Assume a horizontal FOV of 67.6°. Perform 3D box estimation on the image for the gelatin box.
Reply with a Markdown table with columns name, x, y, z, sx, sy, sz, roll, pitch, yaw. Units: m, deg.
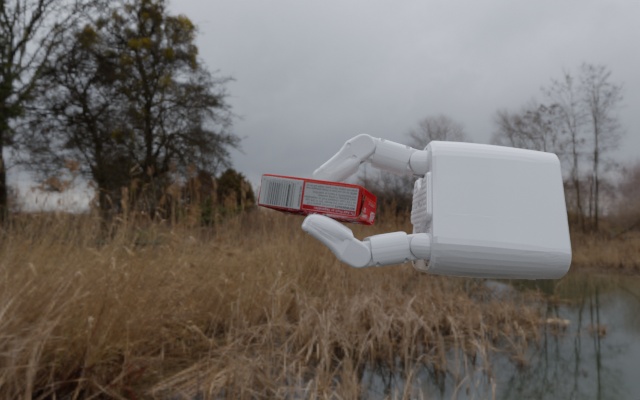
| name | x | y | z | sx | sy | sz | roll | pitch | yaw |
| --- | --- | --- | --- | --- | --- | --- | --- | --- | --- |
| gelatin box | 0.000 | 0.001 | 0.416 | 0.089 | 0.030 | 0.073 | 8 | -5 | 15 |
